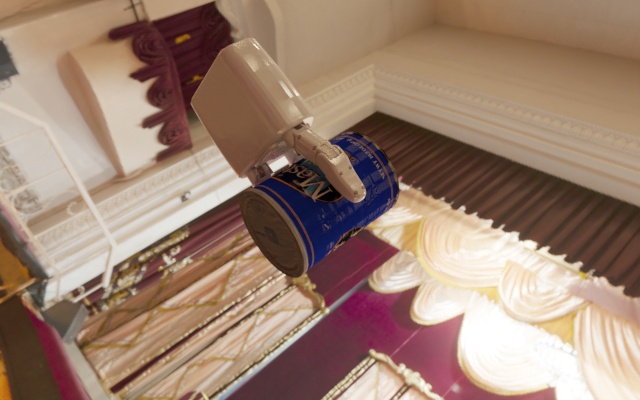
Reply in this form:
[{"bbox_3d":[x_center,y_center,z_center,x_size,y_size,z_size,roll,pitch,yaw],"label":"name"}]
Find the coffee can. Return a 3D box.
[{"bbox_3d":[0.000,0.002,0.513,0.140,0.103,0.103,-34,17,-28],"label":"coffee can"}]
